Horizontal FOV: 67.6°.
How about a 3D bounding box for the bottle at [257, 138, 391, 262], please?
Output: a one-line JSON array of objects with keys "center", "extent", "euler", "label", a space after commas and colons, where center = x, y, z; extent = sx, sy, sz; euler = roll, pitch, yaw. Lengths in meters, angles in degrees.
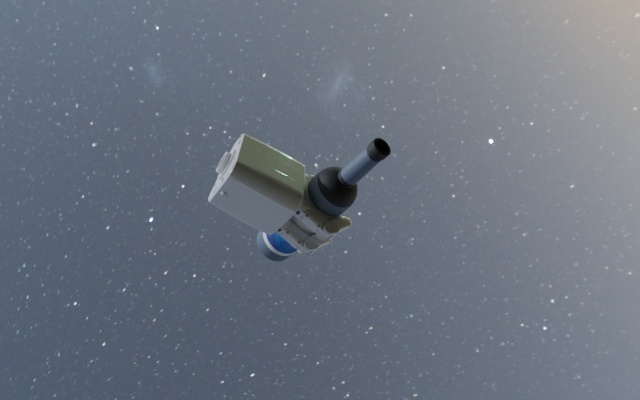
[{"center": [0.000, 0.002, 0.705], "extent": [0.069, 0.069, 0.296], "euler": [0, -29, -37], "label": "bottle"}]
